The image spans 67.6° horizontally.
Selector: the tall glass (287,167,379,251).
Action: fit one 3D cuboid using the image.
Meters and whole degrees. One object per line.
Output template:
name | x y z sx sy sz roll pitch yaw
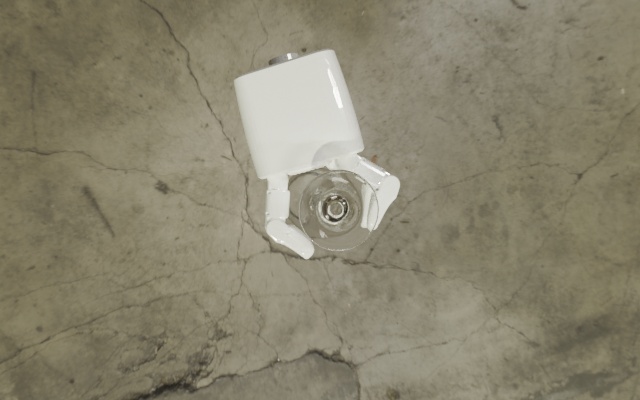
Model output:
tall glass | 0.000 0.002 0.528 0.079 0.079 0.201 0 4 -10
